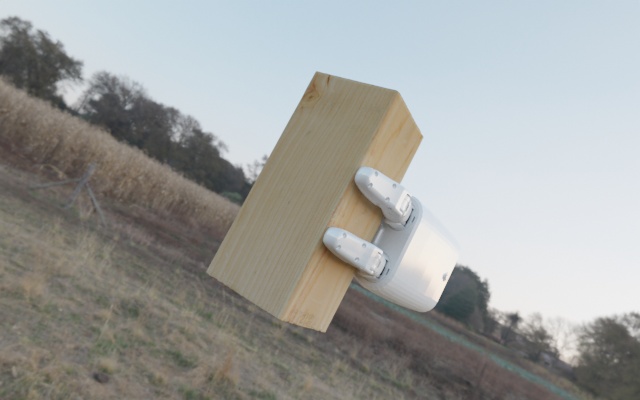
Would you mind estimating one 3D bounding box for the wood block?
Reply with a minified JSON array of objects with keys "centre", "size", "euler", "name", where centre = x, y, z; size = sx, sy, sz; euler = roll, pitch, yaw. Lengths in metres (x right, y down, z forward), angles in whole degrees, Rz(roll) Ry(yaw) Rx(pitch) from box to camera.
[{"centre":[0.000,0.001,0.436],"size":[0.091,0.206,0.090],"euler":[23,-9,33],"name":"wood block"}]
